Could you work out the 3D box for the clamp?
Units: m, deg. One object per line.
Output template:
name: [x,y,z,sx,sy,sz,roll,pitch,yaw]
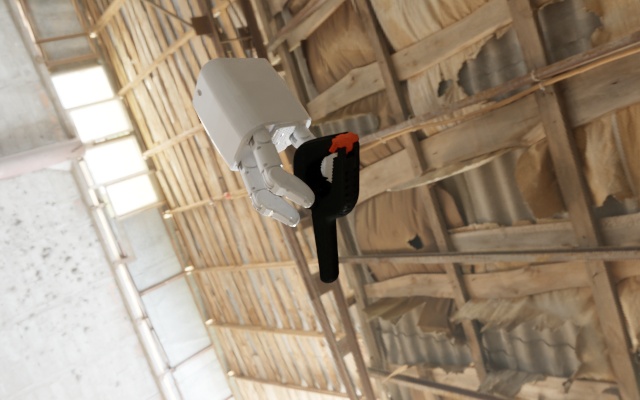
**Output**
clamp: [0.001,0.001,0.559,0.036,0.164,0.210,-28,-13,-33]
